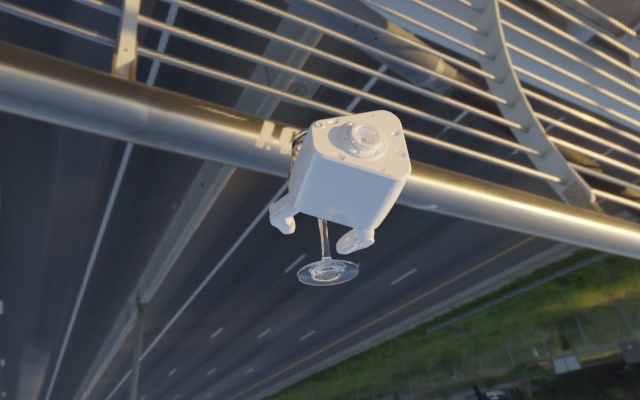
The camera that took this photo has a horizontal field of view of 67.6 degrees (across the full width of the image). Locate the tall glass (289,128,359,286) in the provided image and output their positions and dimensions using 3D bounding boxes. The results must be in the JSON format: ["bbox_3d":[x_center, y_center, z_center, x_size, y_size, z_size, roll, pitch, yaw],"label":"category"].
[{"bbox_3d":[0.000,0.003,0.617,0.079,0.201,0.079,-5,-31,-3],"label":"tall glass"}]
